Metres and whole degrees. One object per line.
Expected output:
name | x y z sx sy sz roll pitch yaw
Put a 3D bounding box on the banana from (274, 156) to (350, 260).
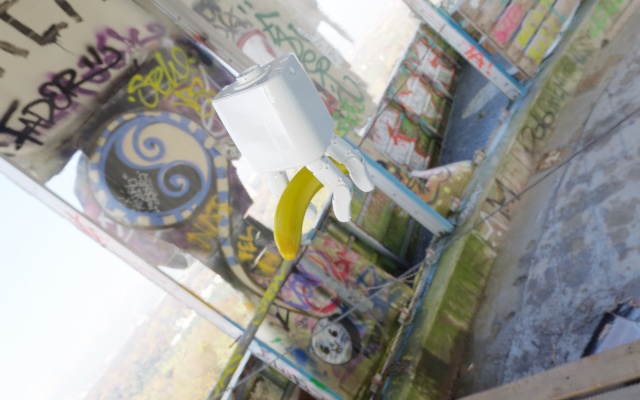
banana | -0.014 -0.005 0.609 0.069 0.037 0.197 19 46 24
